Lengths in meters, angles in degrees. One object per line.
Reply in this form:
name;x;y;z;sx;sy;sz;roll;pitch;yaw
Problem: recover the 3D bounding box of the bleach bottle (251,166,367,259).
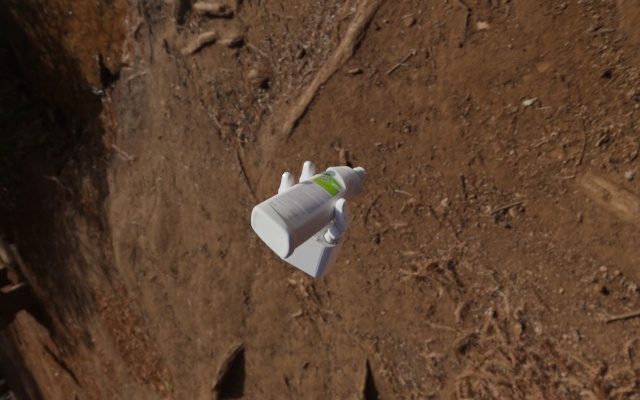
bleach bottle;0.000;0.003;0.867;0.102;0.068;0.250;41;50;23
